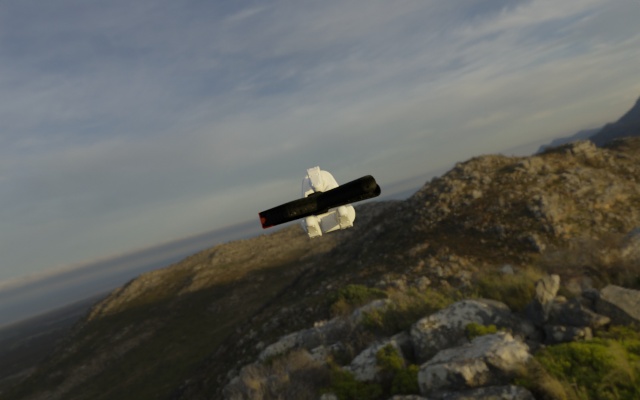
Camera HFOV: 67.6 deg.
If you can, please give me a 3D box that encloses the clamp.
[{"bbox_3d":[-0.001,0.002,0.765,0.210,0.036,0.164,-16,-6,2],"label":"clamp"}]
